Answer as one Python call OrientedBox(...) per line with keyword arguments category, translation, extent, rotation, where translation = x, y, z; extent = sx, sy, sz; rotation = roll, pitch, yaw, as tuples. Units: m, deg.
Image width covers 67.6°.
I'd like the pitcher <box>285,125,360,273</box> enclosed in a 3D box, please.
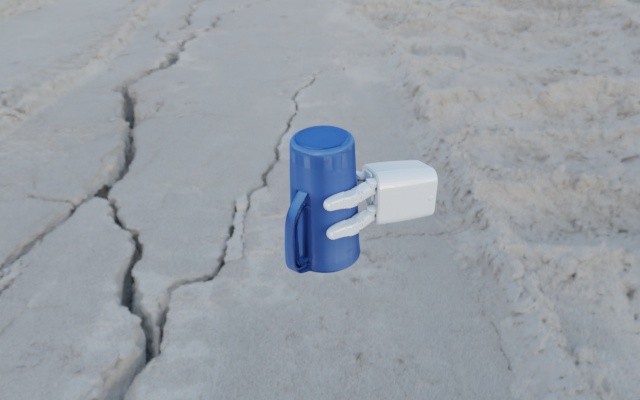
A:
OrientedBox(category="pitcher", translation=(0.000, 0.003, 0.834), extent=(0.145, 0.243, 0.149), rotation=(-6, 33, -6))
